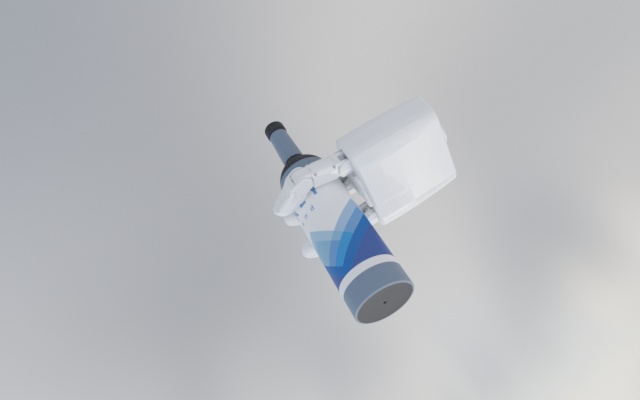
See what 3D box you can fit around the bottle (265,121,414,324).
[{"bbox_3d":[0.000,0.002,0.551,0.069,0.069,0.295,0,42,-35],"label":"bottle"}]
